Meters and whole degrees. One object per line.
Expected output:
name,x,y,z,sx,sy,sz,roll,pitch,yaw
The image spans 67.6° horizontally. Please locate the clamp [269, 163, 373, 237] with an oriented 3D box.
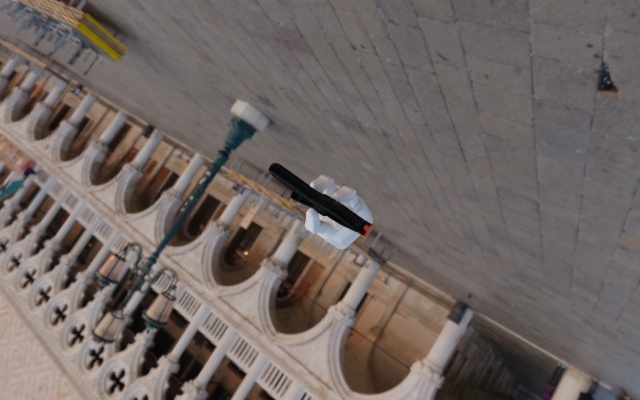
clamp,0.000,0.004,0.892,0.210,0.036,0.165,29,-8,26
